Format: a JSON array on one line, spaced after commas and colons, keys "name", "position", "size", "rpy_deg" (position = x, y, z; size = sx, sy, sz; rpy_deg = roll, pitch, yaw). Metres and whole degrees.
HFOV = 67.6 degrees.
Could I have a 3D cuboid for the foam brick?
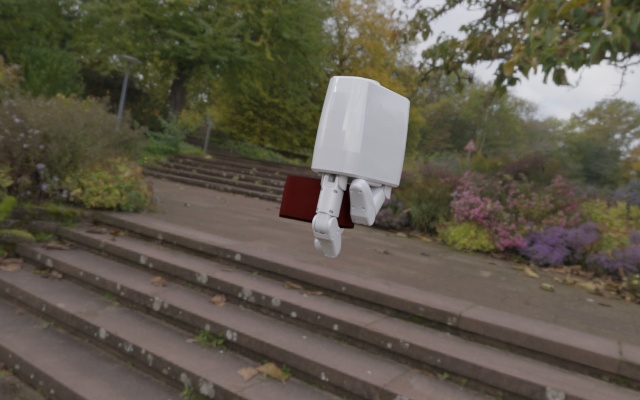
[{"name": "foam brick", "position": [0.000, 0.002, 0.566], "size": [0.078, 0.051, 0.053], "rpy_deg": [9, 0, 26]}]
